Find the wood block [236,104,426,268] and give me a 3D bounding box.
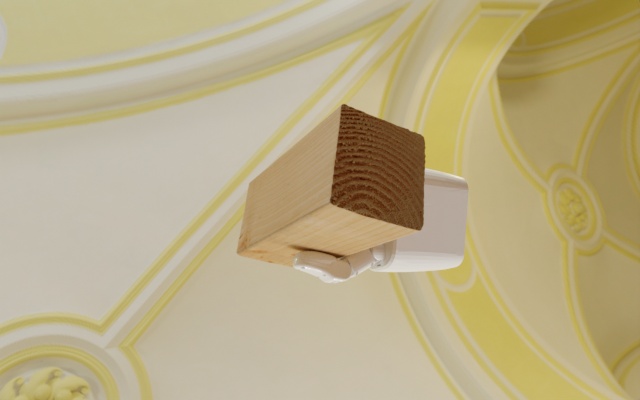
[{"bbox_3d":[0.000,0.002,0.468,0.090,0.090,0.206,16,-24,-25],"label":"wood block"}]
